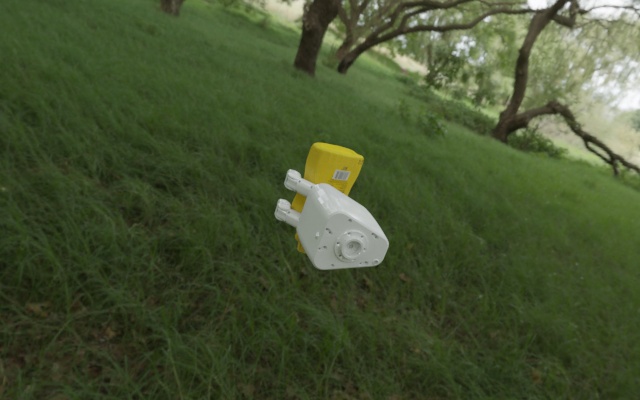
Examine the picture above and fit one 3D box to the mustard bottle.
[{"bbox_3d":[0.000,0.002,0.805,0.096,0.192,0.058,5,22,-41],"label":"mustard bottle"}]
